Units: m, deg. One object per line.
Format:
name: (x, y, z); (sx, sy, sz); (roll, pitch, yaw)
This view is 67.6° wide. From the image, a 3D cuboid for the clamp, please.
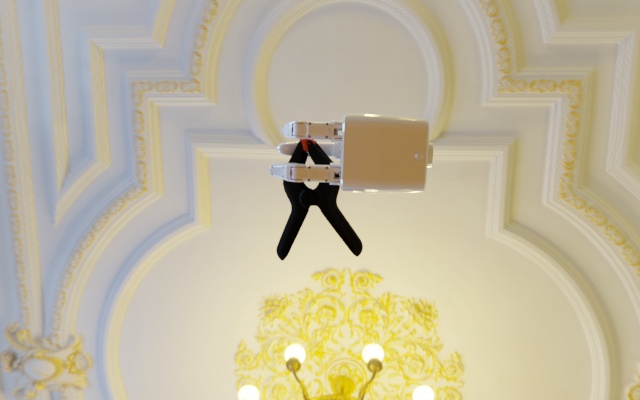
clamp: (0.000, 0.002, 0.646); (0.120, 0.171, 0.039); (3, 9, 8)
